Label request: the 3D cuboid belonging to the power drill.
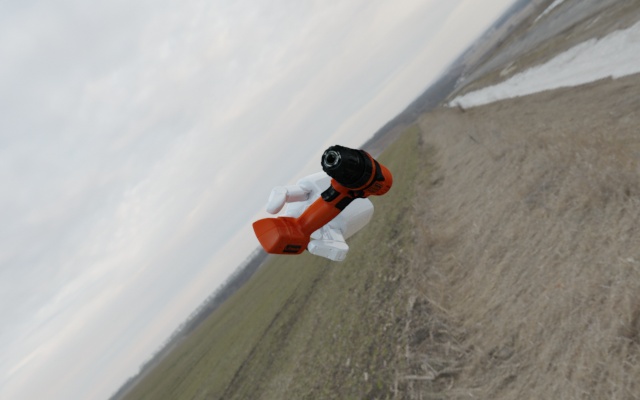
[{"bbox_3d":[0.000,0.002,0.648,0.188,0.057,0.184,-36,-22,18],"label":"power drill"}]
